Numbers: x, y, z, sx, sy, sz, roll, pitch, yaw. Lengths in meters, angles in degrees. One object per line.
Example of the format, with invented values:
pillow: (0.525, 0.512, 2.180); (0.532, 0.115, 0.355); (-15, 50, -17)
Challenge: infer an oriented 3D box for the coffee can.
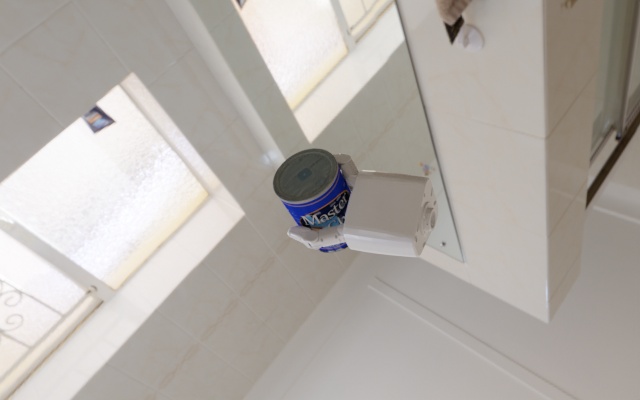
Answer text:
coffee can: (0.000, 0.002, 0.754); (0.103, 0.102, 0.140); (0, -37, 26)
